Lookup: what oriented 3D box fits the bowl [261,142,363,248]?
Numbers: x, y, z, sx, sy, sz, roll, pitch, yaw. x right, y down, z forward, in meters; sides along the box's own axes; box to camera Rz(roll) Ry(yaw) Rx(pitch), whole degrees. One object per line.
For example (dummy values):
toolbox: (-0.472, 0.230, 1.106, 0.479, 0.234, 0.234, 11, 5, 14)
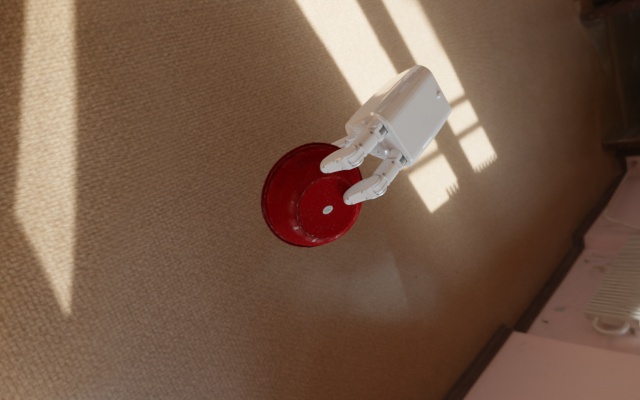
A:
bowl: (0.000, 0.003, 0.675, 0.162, 0.162, 0.055, 0, 19, -24)
